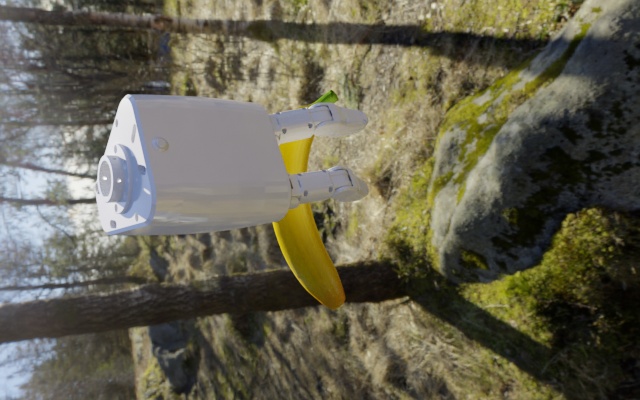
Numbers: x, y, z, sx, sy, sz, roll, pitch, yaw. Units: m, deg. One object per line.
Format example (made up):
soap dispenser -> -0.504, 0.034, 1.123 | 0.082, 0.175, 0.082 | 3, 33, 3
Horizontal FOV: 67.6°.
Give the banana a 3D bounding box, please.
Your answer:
banana -> -0.016, -0.001, 0.434 | 0.069, 0.198, 0.037 | -5, -5, 30
